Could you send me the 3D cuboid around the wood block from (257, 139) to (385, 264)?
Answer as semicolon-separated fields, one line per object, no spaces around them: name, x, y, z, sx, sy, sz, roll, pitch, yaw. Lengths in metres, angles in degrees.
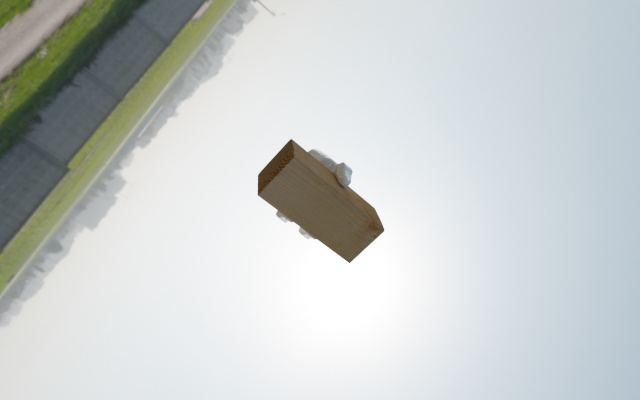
wood block;0.000;0.002;0.815;0.206;0.091;0.090;38;17;-22
